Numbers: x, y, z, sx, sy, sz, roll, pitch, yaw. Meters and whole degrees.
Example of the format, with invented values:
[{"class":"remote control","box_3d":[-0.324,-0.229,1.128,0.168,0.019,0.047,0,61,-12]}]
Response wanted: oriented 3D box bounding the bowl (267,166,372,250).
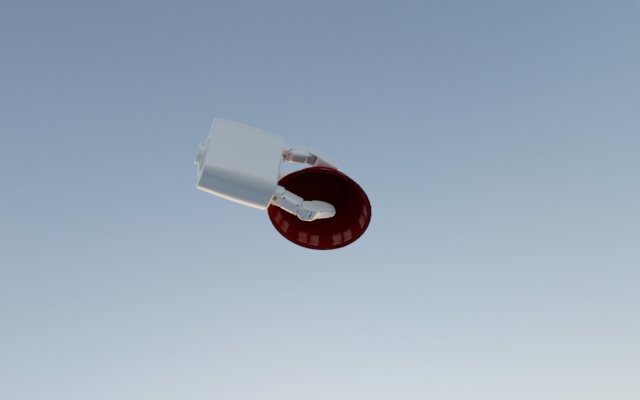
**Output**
[{"class":"bowl","box_3d":[0.001,0.003,0.752,0.162,0.162,0.055,0,38,7]}]
